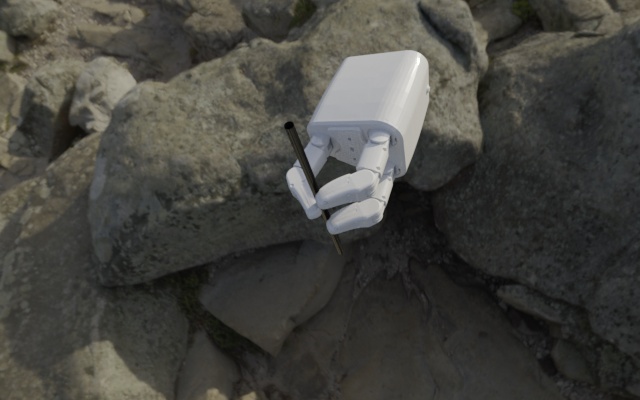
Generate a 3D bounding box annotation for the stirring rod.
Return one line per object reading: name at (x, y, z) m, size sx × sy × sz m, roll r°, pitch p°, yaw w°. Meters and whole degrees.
stirring rod at (0.000, 0.002, 0.471) m, size 0.011 × 0.011 × 0.240 m, roll 0°, pitch -30°, yaw 14°
